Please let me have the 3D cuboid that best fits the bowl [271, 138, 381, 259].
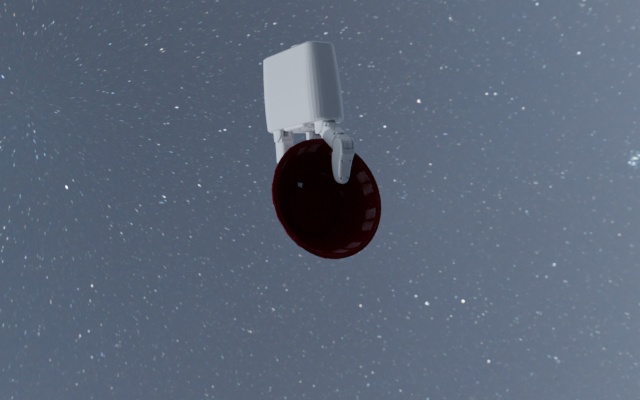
[{"bbox_3d":[0.000,0.003,0.636,0.162,0.162,0.055,0,-15,-30],"label":"bowl"}]
